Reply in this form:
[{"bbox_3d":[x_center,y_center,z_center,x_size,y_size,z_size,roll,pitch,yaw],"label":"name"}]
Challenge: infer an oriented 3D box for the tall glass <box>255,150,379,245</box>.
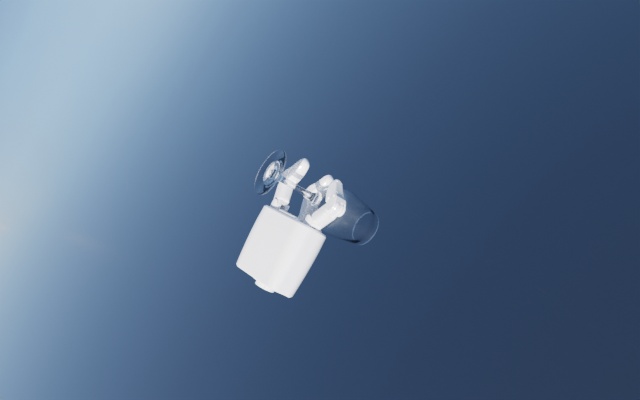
[{"bbox_3d":[0.000,0.002,0.741,0.201,0.079,0.079,30,-16,-30],"label":"tall glass"}]
